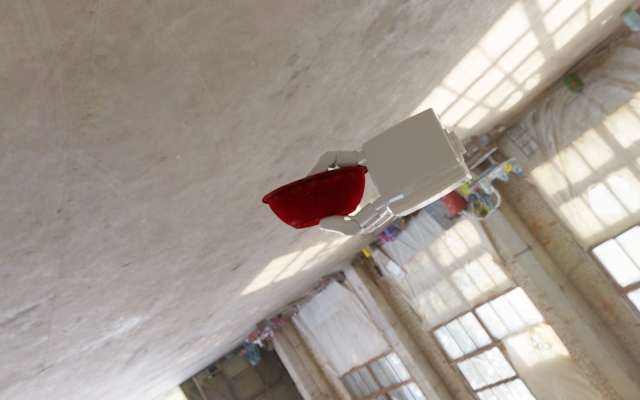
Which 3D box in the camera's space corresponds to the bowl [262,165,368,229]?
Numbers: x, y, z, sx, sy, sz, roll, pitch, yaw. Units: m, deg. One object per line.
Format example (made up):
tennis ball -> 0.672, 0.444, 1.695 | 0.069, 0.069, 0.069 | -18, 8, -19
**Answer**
bowl -> -0.001, 0.003, 0.689 | 0.162, 0.055, 0.162 | -16, -7, -2
